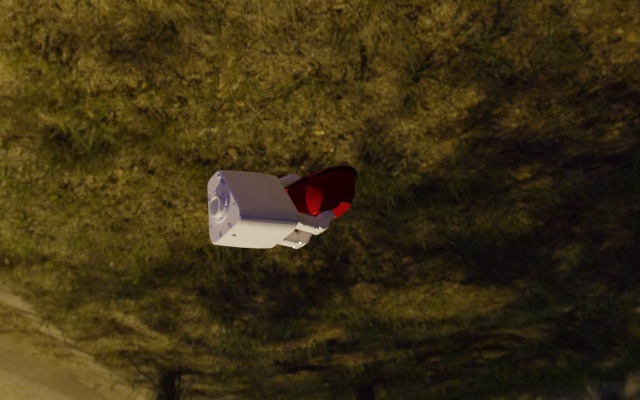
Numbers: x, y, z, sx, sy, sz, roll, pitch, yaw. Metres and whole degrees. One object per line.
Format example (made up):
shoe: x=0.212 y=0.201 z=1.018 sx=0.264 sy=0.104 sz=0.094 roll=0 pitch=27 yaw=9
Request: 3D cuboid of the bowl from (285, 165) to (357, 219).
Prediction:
bowl: x=0.001 y=0.003 z=0.843 sx=0.162 sy=0.055 sz=0.162 roll=-22 pitch=-17 yaw=-7
